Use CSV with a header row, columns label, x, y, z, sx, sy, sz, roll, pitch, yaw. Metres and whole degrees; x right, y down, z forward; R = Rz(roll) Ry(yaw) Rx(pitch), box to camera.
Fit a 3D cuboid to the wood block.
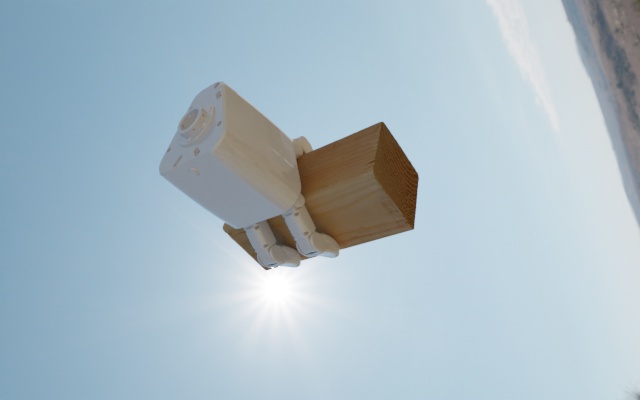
label,x,y,z,sx,sy,sz,roll,pitch,yaw
wood block,0.000,0.001,0.557,0.206,0.090,0.090,-19,-53,32
